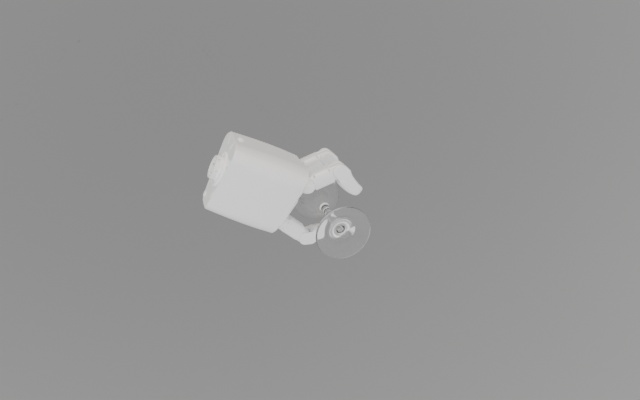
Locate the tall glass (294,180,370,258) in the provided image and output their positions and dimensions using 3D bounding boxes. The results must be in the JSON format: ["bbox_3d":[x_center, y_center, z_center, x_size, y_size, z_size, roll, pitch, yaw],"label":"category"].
[{"bbox_3d":[0.000,0.003,0.698,0.079,0.079,0.201,0,24,-19],"label":"tall glass"}]
